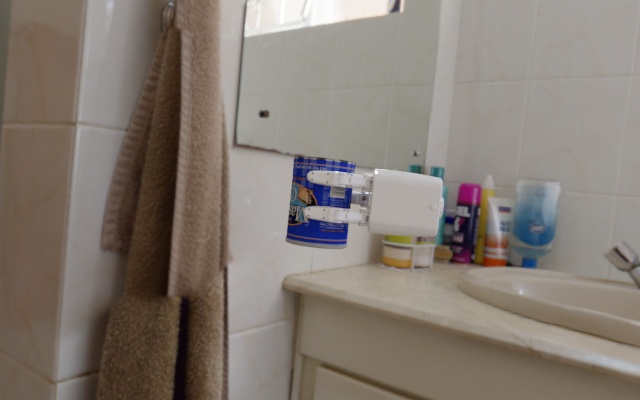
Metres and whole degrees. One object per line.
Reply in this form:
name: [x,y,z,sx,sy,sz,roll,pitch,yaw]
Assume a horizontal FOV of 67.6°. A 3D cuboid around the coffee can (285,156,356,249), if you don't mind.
coffee can: [0.000,0.003,0.786,0.103,0.140,0.103,6,2,0]
